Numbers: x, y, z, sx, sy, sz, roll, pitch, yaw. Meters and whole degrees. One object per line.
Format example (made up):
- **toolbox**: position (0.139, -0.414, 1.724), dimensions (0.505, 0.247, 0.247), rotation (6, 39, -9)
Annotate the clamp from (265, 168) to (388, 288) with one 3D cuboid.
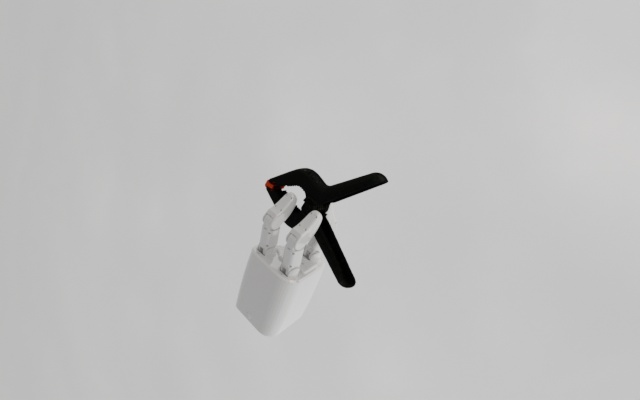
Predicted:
- **clamp**: position (0.000, 0.002, 0.686), dimensions (0.210, 0.164, 0.036), rotation (36, 23, 36)
